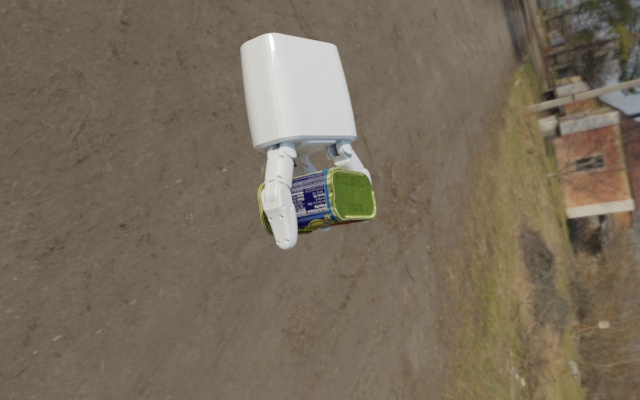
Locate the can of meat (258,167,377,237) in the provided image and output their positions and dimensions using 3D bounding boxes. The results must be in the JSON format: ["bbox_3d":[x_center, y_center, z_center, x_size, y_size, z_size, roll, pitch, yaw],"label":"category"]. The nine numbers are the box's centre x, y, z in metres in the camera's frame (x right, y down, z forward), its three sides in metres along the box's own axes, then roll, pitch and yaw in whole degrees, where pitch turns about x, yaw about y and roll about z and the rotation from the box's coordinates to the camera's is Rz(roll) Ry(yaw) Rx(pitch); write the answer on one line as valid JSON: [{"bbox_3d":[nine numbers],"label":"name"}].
[{"bbox_3d":[0.000,0.002,0.494,0.084,0.057,0.102,-12,-7,29],"label":"can of meat"}]
